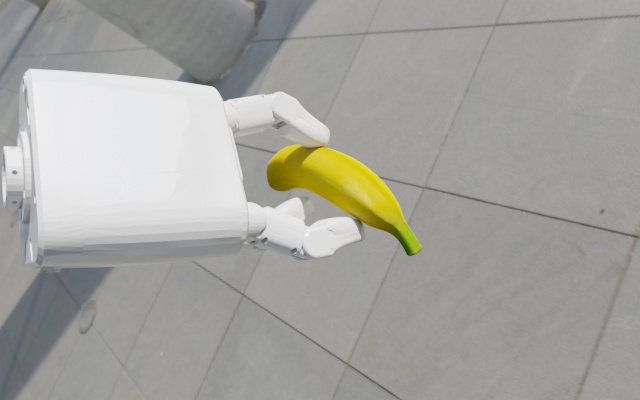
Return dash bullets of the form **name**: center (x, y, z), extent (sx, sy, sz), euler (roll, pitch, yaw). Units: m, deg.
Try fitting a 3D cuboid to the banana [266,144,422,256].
- **banana**: center (-0.002, -0.014, 0.391), extent (0.037, 0.070, 0.197), euler (-26, 31, -25)
